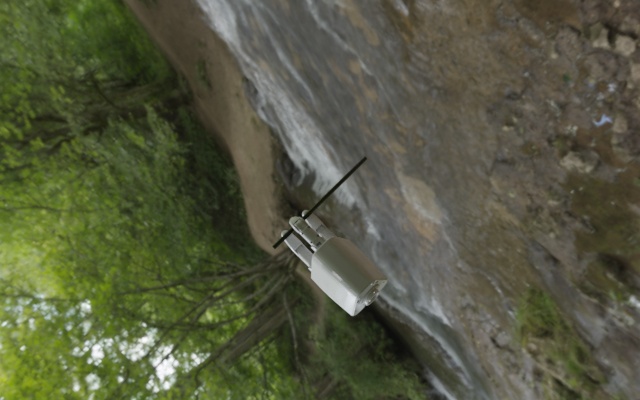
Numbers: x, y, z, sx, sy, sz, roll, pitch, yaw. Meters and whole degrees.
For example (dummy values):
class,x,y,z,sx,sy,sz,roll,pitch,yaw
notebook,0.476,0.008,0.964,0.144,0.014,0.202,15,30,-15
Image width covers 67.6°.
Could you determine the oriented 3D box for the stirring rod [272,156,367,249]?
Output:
class,x,y,z,sx,sy,sz,roll,pitch,yaw
stirring rod,0.000,0.003,0.883,0.239,0.011,0.011,-44,7,-8
